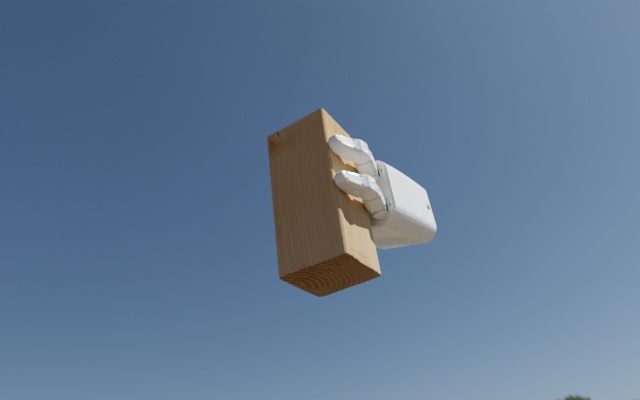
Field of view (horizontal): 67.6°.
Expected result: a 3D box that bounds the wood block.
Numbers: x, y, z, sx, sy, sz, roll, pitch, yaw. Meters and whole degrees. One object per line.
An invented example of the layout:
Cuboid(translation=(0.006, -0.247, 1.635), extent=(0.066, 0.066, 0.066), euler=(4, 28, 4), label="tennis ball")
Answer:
Cuboid(translation=(0.000, 0.002, 0.600), extent=(0.091, 0.206, 0.090), euler=(-25, -36, 23), label="wood block")
